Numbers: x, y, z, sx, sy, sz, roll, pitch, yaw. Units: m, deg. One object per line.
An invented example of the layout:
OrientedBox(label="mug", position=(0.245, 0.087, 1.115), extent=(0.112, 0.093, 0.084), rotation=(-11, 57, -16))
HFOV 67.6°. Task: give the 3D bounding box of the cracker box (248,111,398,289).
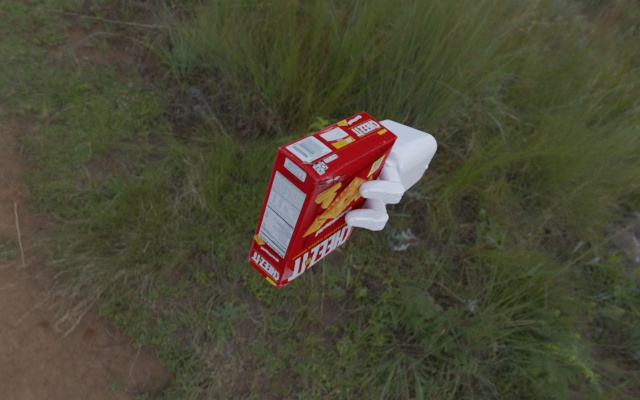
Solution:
OrientedBox(label="cracker box", position=(0.000, 0.002, 0.646), extent=(0.072, 0.214, 0.164), rotation=(41, 45, 21))
